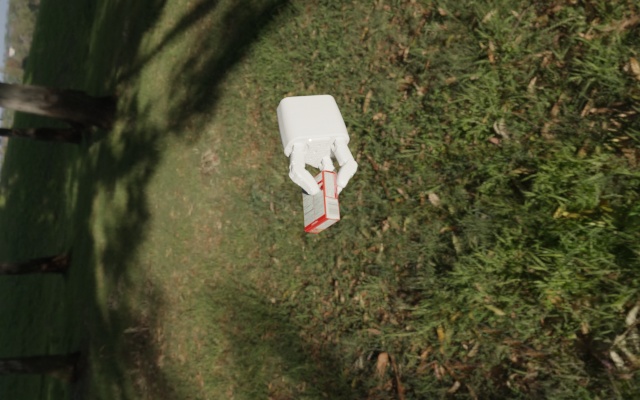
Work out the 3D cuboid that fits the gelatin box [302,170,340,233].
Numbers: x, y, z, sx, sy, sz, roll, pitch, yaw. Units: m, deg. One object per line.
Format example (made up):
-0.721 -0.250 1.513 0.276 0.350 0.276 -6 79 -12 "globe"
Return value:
0.000 0.003 0.814 0.030 0.089 0.073 10 -26 -30 "gelatin box"
